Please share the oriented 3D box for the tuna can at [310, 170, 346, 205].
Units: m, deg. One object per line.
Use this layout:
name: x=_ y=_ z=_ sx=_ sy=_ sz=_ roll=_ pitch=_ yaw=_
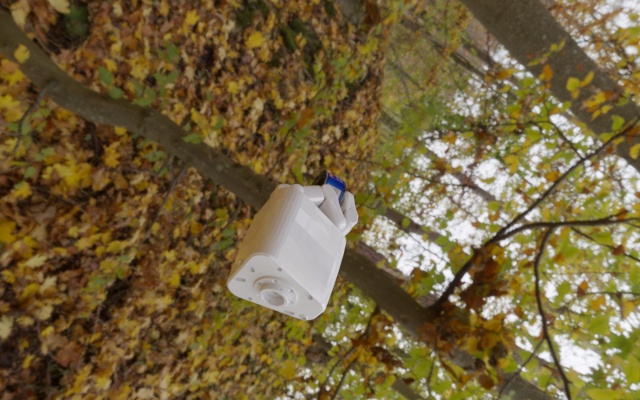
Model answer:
tuna can: x=0.001 y=0.002 z=0.669 sx=0.034 sy=0.086 sz=0.086 roll=29 pitch=-7 yaw=-12
